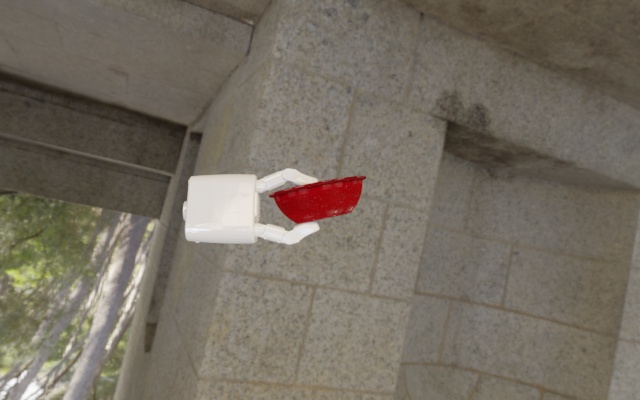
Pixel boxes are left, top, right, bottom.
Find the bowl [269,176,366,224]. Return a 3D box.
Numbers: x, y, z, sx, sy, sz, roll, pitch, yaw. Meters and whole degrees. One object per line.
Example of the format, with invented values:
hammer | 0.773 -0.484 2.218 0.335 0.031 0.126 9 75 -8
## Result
bowl | 0.002 0.003 0.775 0.162 0.055 0.162 -12 -3 -1
